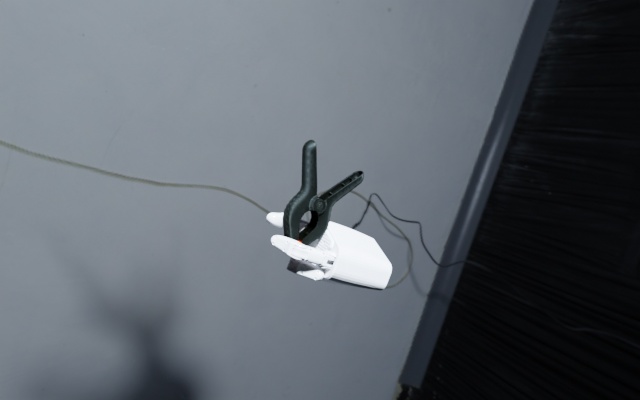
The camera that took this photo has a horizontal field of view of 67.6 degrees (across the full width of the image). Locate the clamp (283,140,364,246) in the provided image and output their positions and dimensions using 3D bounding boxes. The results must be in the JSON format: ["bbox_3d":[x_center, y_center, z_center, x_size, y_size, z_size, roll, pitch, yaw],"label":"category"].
[{"bbox_3d":[0.000,0.003,0.751,0.120,0.171,0.039,19,4,-26],"label":"clamp"}]
